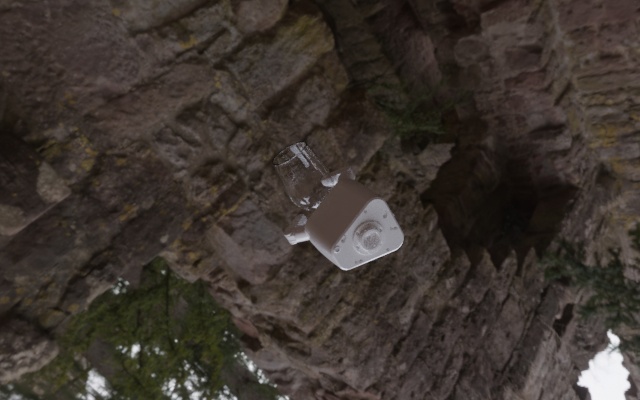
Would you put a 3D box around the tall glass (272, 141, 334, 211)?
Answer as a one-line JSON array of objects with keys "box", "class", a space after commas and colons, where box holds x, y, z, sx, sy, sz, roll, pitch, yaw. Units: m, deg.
[{"box": [0.000, 0.003, 0.777, 0.079, 0.201, 0.079, -26, 25, 14], "class": "tall glass"}]
